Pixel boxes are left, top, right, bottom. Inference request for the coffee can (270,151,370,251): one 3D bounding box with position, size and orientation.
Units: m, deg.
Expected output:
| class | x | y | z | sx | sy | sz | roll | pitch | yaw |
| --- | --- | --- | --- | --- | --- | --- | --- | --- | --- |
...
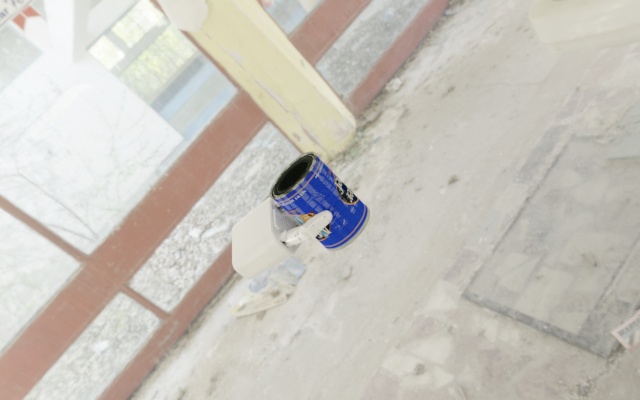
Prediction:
| class | x | y | z | sx | sy | sz | roll | pitch | yaw |
| --- | --- | --- | --- | --- | --- | --- | --- | --- | --- |
| coffee can | 0.000 | 0.003 | 0.798 | 0.140 | 0.102 | 0.103 | 44 | -21 | -23 |
